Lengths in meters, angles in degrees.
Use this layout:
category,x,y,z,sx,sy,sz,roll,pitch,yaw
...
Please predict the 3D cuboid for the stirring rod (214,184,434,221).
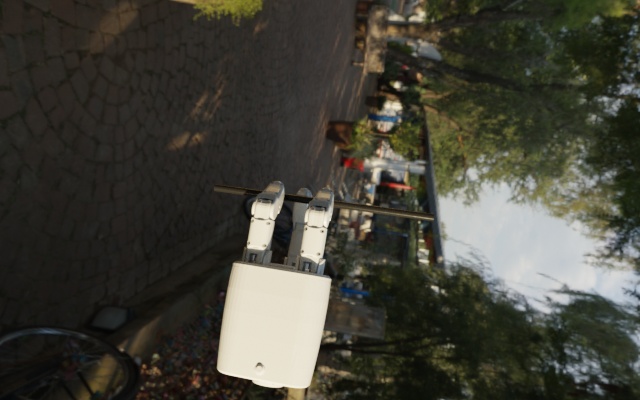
category,x,y,z,sx,sy,sz,roll,pitch,yaw
stirring rod,0.000,0.002,0.516,0.239,0.011,0.011,8,1,9
